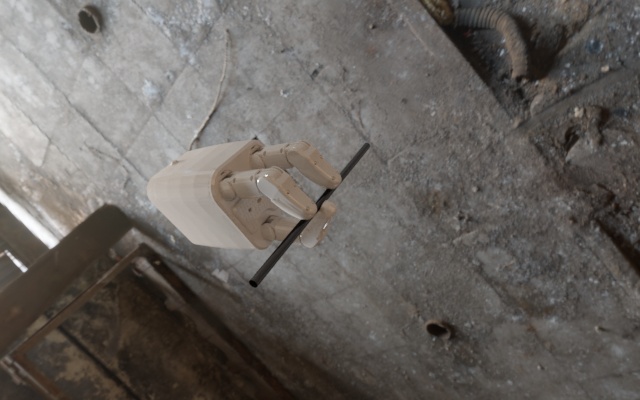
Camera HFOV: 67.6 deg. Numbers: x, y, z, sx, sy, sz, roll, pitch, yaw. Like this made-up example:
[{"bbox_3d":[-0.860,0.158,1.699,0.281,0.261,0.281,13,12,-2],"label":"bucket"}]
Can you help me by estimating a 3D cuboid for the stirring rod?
[{"bbox_3d":[0.000,0.002,0.465,0.011,0.011,0.239,0,33,32],"label":"stirring rod"}]
